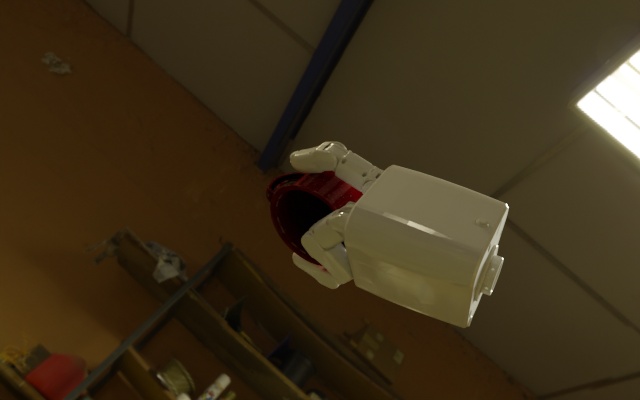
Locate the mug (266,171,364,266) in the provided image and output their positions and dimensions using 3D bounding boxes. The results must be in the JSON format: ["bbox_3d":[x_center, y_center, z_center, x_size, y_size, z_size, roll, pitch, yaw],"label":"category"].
[{"bbox_3d":[-0.001,0.001,0.489,0.117,0.093,0.081,21,42,25],"label":"mug"}]
